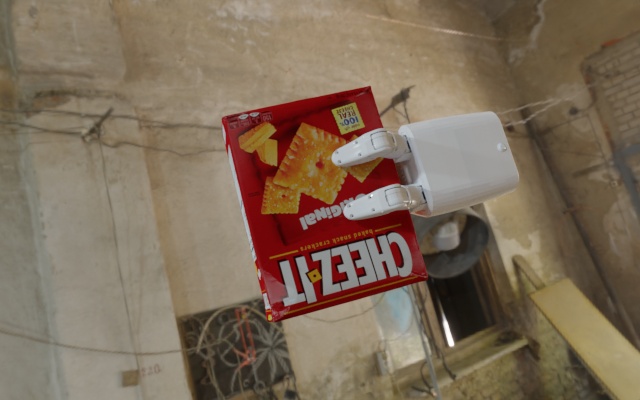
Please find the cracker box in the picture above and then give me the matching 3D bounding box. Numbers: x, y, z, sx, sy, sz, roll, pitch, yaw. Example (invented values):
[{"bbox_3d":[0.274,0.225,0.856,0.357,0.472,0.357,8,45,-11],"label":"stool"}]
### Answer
[{"bbox_3d":[0.000,0.002,0.501,0.164,0.213,0.072,-13,-10,-12],"label":"cracker box"}]
